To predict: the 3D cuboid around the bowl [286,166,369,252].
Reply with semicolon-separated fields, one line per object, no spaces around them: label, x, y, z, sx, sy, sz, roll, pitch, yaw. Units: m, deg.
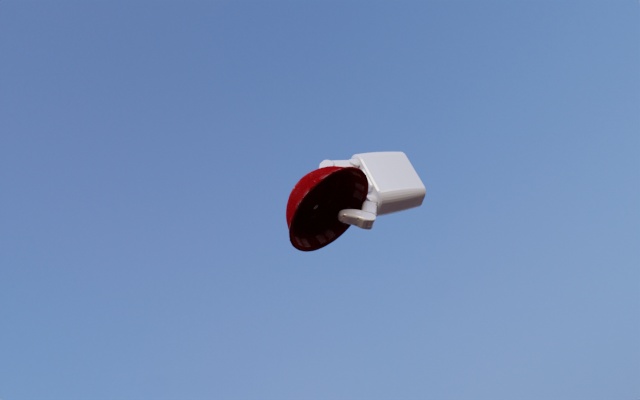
bowl;-0.001;0.002;0.762;0.162;0.162;0.055;0;34;-49
